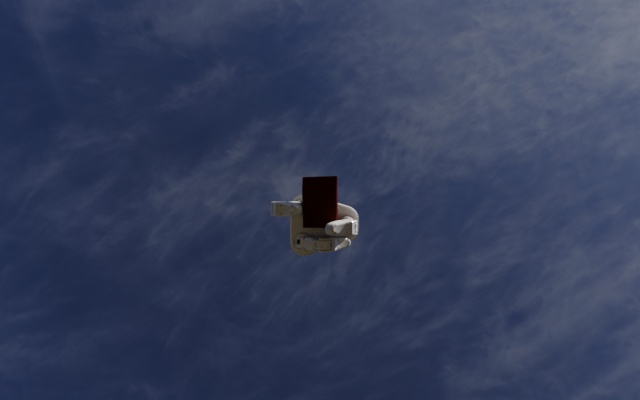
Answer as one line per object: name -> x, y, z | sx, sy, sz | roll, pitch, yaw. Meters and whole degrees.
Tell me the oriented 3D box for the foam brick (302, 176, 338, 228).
foam brick -> 0.000, 0.002, 0.723 | 0.053, 0.078, 0.051 | 0, 1, 3
